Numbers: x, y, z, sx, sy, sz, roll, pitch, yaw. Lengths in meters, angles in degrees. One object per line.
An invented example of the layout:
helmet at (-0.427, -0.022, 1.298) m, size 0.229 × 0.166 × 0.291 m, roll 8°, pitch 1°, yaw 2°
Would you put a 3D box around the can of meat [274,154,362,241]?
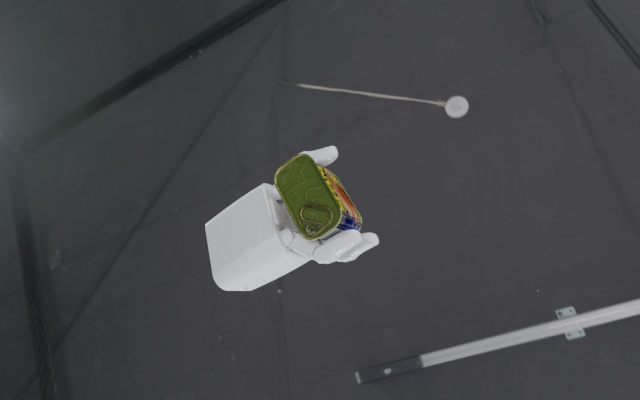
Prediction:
can of meat at (0.000, 0.002, 0.585) m, size 0.057 × 0.102 × 0.084 m, roll -35°, pitch -22°, yaw 14°
